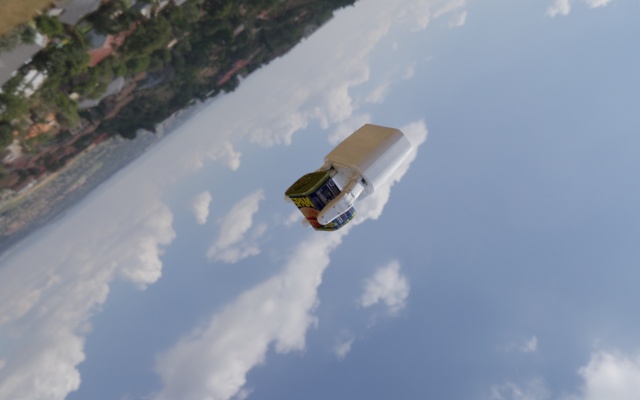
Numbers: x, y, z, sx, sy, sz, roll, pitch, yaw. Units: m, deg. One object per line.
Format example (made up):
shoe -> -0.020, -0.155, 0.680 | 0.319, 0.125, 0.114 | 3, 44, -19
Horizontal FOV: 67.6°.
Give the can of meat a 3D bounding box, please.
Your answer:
can of meat -> 0.000, 0.003, 0.778 | 0.057, 0.084, 0.102 | -44, 18, -21
